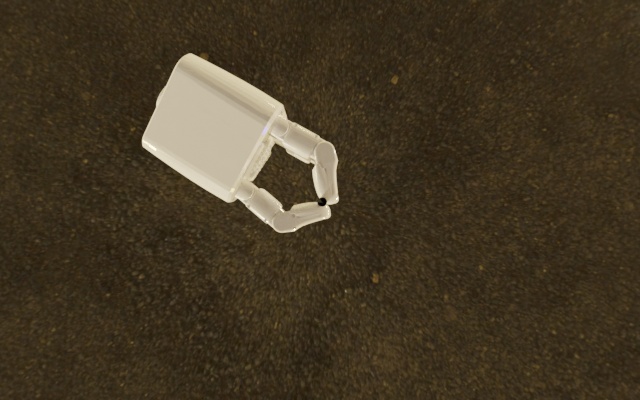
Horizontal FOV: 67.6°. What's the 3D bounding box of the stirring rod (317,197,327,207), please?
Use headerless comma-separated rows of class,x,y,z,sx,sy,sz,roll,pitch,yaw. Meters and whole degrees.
stirring rod,0.000,0.002,0.533,0.011,0.011,0.239,0,0,-1
